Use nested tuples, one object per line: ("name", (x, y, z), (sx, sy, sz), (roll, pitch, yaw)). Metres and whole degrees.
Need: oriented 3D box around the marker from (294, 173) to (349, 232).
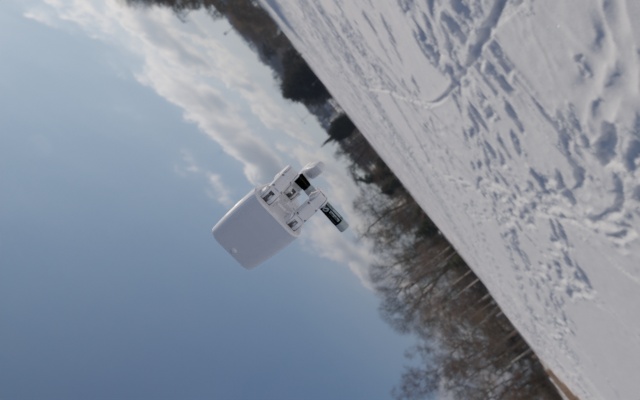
("marker", (0.000, 0.002, 0.771), (0.020, 0.121, 0.020), (-41, 11, 10))
